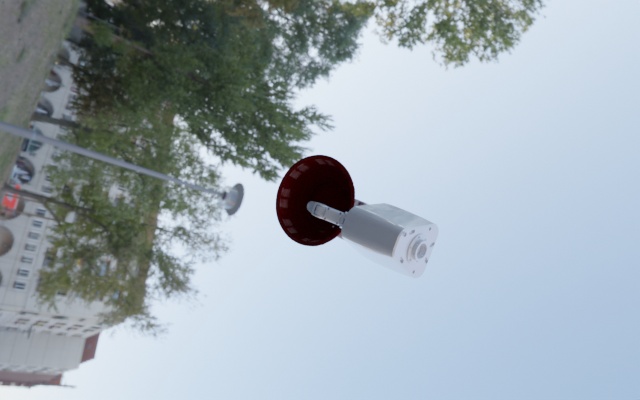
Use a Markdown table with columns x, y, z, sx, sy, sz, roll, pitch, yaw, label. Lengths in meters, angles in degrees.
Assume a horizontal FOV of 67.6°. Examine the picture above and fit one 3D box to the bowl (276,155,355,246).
| x | y | z | sx | sy | sz | roll | pitch | yaw | label |
| --- | --- | --- | --- | --- | --- | --- | --- | --- | --- |
| -0.001 | 0.002 | 0.852 | 0.162 | 0.162 | 0.055 | 0 | -8 | 30 | bowl |
